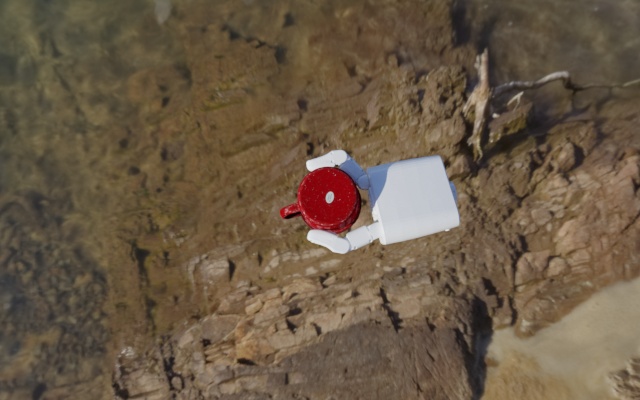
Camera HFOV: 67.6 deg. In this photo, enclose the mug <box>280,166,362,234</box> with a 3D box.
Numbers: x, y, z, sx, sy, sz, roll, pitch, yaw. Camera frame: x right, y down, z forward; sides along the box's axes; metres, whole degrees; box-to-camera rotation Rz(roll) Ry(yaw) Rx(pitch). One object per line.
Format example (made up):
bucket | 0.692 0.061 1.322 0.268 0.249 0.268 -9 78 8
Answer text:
mug | -0.001 0.002 0.662 0.117 0.093 0.081 -14 -8 1
